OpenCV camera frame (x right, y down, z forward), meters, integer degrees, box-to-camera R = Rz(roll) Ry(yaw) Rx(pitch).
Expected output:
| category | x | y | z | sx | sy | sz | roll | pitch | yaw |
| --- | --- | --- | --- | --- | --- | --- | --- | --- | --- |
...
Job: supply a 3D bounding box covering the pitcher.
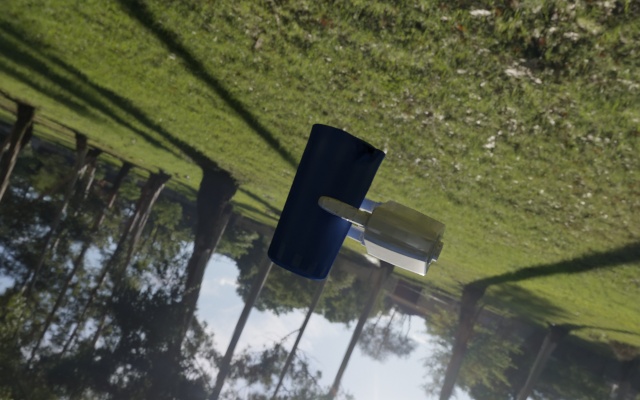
| category | x | y | z | sx | sy | sz | roll | pitch | yaw |
| --- | --- | --- | --- | --- | --- | --- | --- | --- | --- |
| pitcher | 0.000 | 0.003 | 0.810 | 0.145 | 0.243 | 0.149 | 22 | -2 | 18 |
